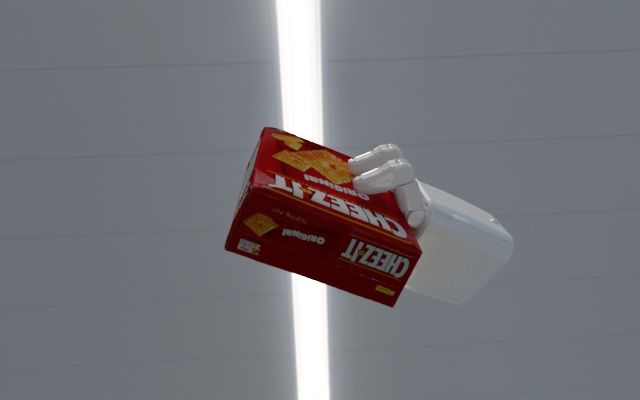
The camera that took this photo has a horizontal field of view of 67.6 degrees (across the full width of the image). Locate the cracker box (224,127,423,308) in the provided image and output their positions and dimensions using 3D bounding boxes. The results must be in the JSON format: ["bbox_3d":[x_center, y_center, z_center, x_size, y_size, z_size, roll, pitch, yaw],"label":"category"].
[{"bbox_3d":[0.000,0.002,0.503,0.164,0.072,0.213,20,20,-11],"label":"cracker box"}]
